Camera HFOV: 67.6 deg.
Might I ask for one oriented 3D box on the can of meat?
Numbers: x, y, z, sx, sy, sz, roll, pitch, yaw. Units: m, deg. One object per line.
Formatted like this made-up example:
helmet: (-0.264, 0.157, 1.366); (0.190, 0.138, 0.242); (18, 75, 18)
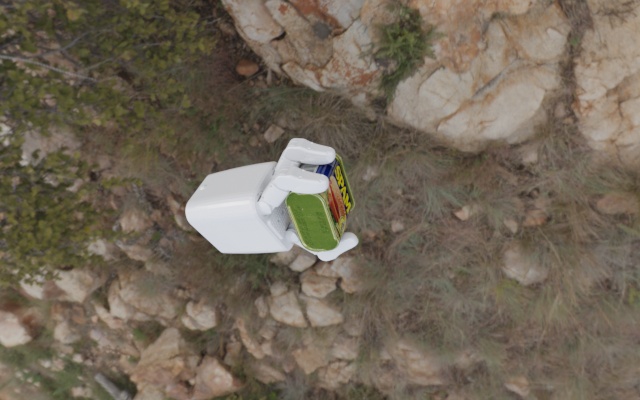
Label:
can of meat: (0.000, 0.002, 0.603); (0.057, 0.102, 0.084); (-4, 37, 22)
